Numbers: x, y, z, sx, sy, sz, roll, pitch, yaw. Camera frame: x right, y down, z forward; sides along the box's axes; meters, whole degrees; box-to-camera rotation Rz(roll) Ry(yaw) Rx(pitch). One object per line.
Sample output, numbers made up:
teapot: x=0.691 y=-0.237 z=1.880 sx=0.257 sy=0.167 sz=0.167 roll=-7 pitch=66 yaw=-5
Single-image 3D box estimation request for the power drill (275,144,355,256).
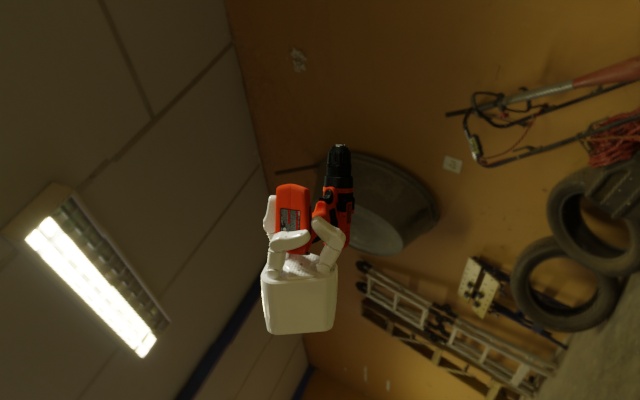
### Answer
power drill: x=0.000 y=0.003 z=0.771 sx=0.057 sy=0.184 sz=0.187 roll=4 pitch=9 yaw=29
